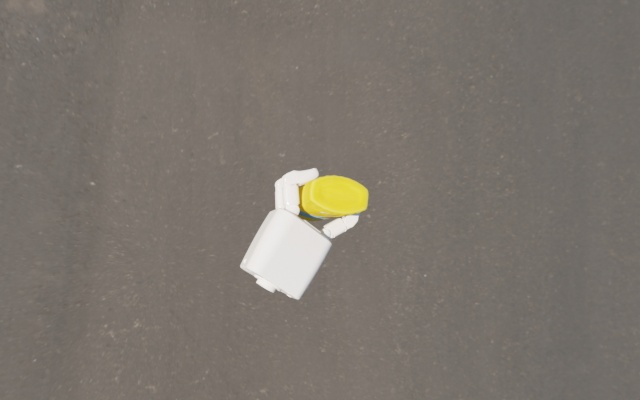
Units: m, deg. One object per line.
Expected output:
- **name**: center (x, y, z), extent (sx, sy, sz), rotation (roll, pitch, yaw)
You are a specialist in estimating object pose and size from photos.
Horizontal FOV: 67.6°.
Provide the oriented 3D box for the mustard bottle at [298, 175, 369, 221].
- **mustard bottle**: center (0.000, 0.002, 0.793), extent (0.096, 0.058, 0.191), rotation (7, -9, -17)
